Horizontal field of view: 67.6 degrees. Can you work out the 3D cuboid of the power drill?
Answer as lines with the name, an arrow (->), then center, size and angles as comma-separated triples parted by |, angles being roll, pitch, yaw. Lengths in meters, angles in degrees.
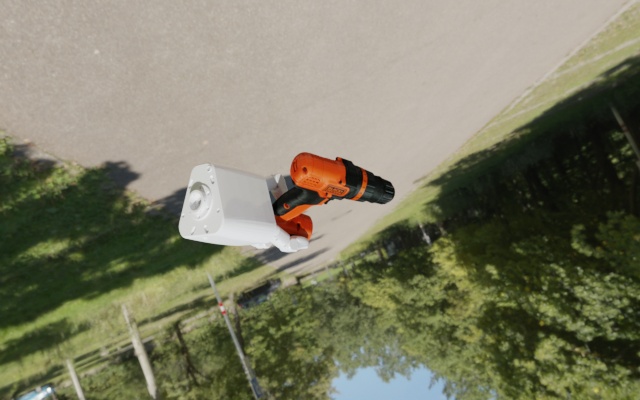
power drill -> 0.000, 0.003, 0.755 | 0.184, 0.057, 0.188 | 17, -40, -32
